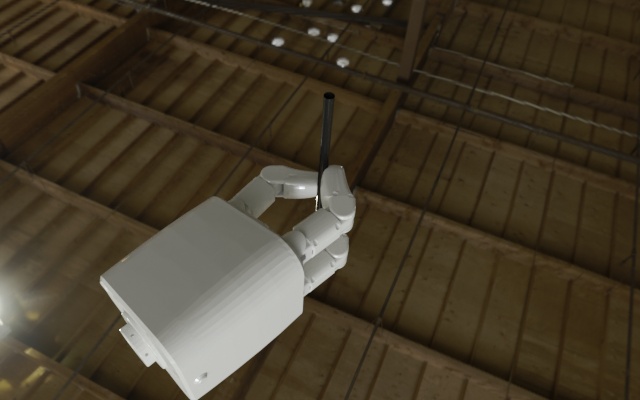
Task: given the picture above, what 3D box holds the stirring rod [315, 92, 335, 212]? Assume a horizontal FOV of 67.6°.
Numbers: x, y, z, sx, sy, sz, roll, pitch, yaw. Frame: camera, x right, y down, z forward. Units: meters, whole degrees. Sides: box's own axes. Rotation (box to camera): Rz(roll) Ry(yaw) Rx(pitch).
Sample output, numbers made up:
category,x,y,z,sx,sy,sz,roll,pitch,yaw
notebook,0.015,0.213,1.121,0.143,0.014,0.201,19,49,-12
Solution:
category,x,y,z,sx,sy,sz,roll,pitch,yaw
stirring rod,0.000,0.001,0.429,0.011,0.011,0.240,0,-38,-4
